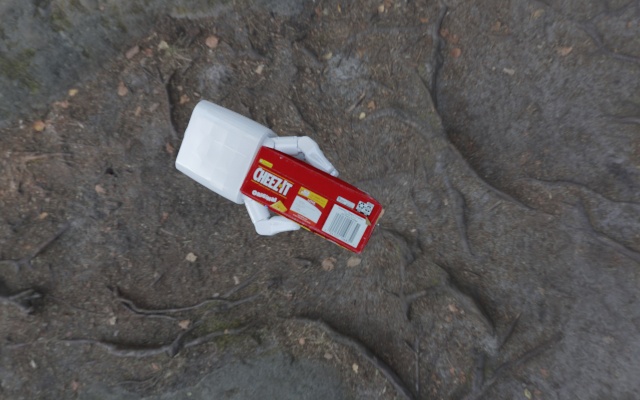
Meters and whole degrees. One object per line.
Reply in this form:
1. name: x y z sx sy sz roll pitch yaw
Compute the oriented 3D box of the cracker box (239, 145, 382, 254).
1. cracker box: 0.000 0.002 0.656 0.164 0.072 0.214 27 1 7
